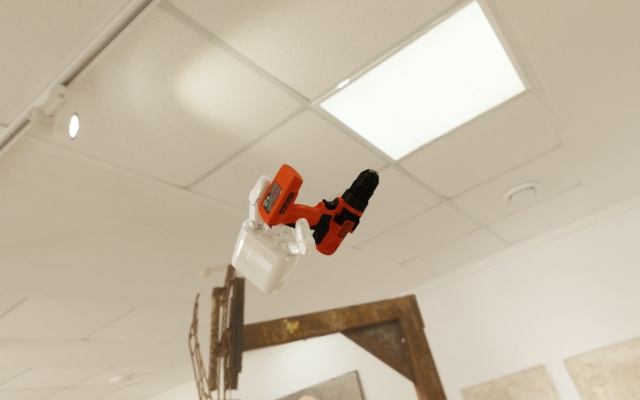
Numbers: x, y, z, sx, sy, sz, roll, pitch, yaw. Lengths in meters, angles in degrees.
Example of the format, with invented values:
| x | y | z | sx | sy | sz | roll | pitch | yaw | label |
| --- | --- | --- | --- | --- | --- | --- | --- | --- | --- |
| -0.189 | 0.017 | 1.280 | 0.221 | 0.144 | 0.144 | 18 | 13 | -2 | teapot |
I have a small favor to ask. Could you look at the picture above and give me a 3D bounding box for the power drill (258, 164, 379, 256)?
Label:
| x | y | z | sx | sy | sz | roll | pitch | yaw | label |
| --- | --- | --- | --- | --- | --- | --- | --- | --- | --- |
| 0.000 | 0.003 | 0.841 | 0.188 | 0.184 | 0.057 | 22 | 16 | -36 | power drill |
